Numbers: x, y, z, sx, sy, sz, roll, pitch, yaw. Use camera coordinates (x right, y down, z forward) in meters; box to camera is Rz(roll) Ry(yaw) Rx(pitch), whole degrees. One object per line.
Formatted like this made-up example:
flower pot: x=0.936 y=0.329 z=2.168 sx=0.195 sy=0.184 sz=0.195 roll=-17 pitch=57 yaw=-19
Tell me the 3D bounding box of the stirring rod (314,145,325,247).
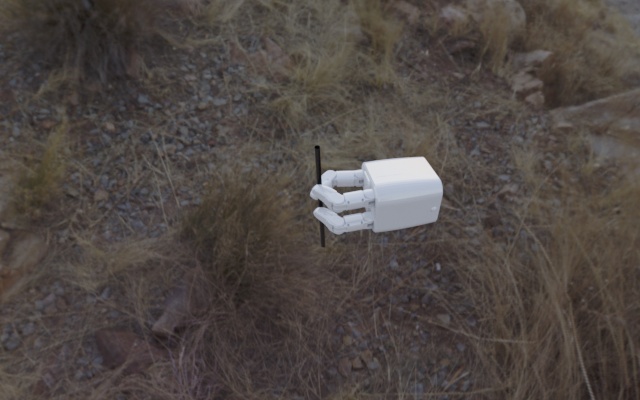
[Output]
stirring rod: x=0.000 y=0.003 z=0.782 sx=0.011 sy=0.011 sz=0.240 roll=0 pitch=-42 yaw=3
